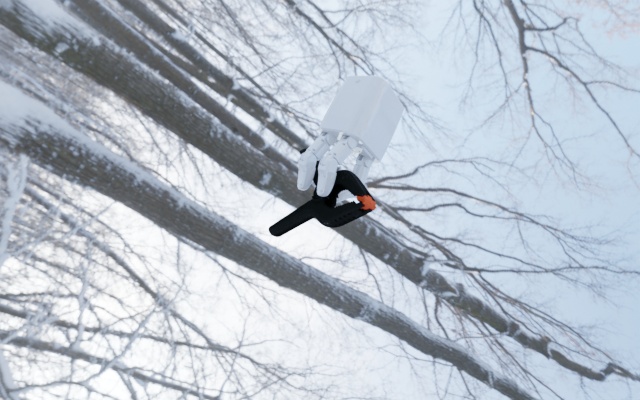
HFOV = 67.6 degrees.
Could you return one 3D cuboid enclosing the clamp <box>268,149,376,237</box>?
[{"bbox_3d":[0.001,0.003,0.766,0.036,0.164,0.210,29,-6,-39],"label":"clamp"}]
